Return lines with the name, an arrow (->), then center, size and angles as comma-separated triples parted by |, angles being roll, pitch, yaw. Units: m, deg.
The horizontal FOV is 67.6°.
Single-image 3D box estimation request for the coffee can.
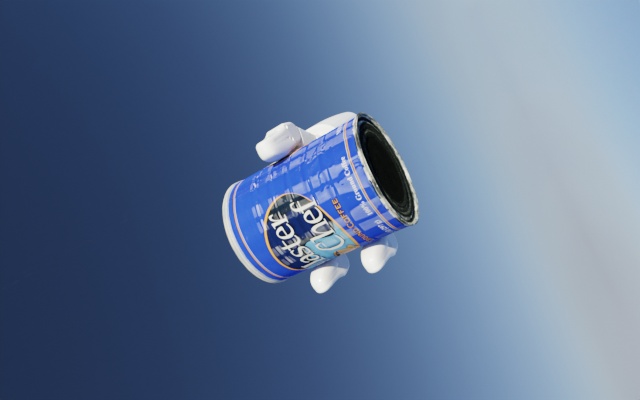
coffee can -> 0.000, 0.001, 0.421 | 0.140, 0.103, 0.103 | -26, -12, 25
